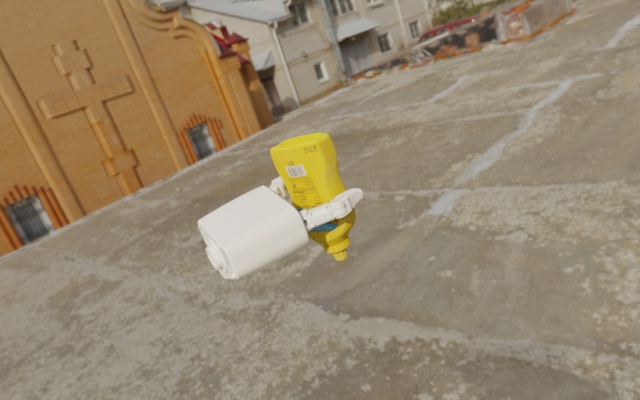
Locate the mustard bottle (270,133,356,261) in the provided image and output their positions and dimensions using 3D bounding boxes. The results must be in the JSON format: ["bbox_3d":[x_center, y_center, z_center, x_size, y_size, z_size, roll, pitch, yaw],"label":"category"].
[{"bbox_3d":[0.000,0.002,0.688,0.096,0.192,0.058,-5,24,40],"label":"mustard bottle"}]
